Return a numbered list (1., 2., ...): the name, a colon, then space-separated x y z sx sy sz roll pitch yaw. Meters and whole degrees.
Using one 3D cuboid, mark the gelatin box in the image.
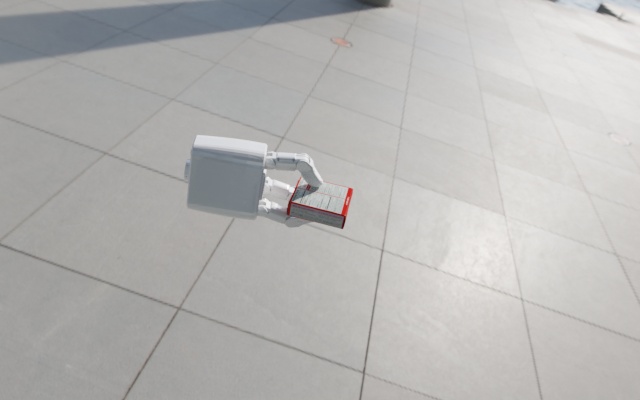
1. gelatin box: 0.001 0.002 0.729 0.089 0.030 0.073 13 37 5
